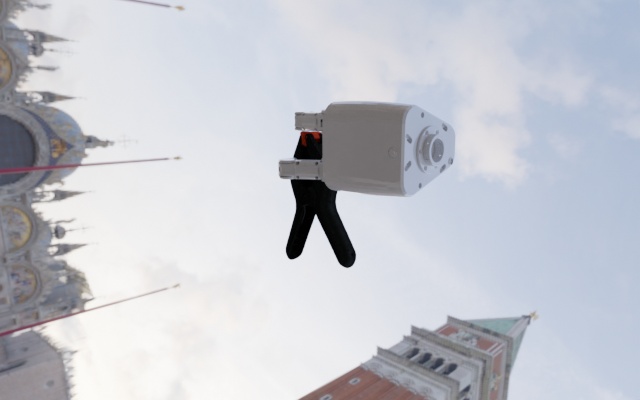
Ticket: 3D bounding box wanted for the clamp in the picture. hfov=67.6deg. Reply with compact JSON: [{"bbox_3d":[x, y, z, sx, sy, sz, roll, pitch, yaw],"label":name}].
[{"bbox_3d":[0.000,0.002,0.586,0.120,0.171,0.039,11,15,42],"label":"clamp"}]
